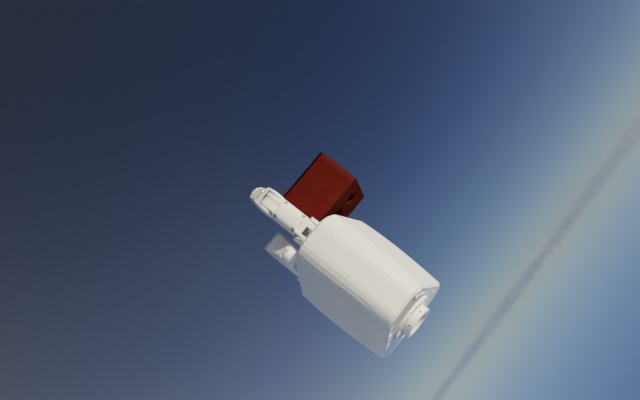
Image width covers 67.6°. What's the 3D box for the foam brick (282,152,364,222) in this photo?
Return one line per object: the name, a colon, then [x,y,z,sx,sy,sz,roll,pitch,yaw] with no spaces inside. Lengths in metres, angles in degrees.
foam brick: [0.000,0.001,0.499,0.051,0.078,0.053,36,-9,26]
